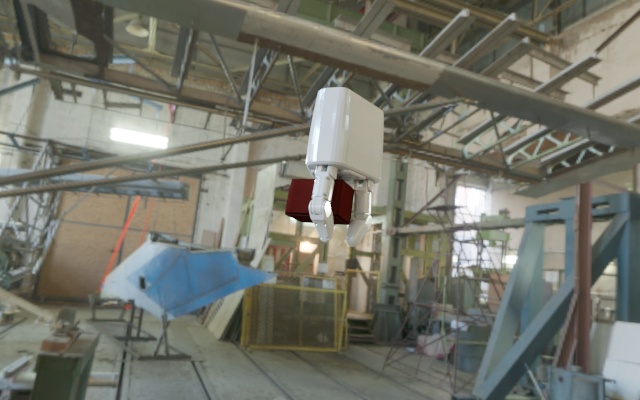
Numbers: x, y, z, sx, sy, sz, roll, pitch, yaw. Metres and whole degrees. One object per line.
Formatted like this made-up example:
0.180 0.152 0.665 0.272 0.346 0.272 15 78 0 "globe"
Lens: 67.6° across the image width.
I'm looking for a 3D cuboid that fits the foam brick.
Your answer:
0.000 0.002 0.653 0.078 0.051 0.053 2 -14 24 "foam brick"
